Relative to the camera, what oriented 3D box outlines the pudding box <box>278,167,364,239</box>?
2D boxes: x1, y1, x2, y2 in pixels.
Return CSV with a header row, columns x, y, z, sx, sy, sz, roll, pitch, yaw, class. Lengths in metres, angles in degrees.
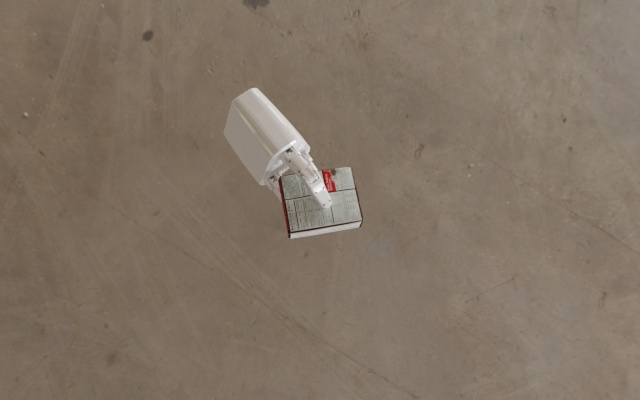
x,y,z,sx,sy,sz,roll,pitch,yaw,class
0.000,0.002,0.702,0.113,0.090,0.039,-9,-15,-6,pudding box
